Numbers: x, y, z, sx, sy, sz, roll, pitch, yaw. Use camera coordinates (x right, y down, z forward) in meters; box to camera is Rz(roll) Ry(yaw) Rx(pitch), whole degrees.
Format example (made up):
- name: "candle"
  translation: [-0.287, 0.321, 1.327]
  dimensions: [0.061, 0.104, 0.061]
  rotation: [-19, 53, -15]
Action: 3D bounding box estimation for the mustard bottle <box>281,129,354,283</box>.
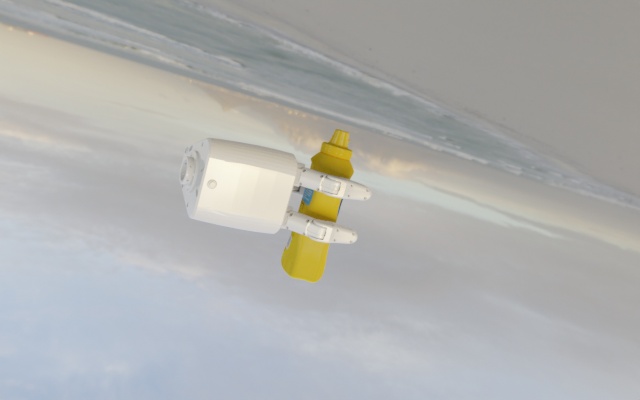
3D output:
- name: "mustard bottle"
  translation: [0.000, 0.002, 0.618]
  dimensions: [0.058, 0.191, 0.096]
  rotation: [15, 10, -6]
